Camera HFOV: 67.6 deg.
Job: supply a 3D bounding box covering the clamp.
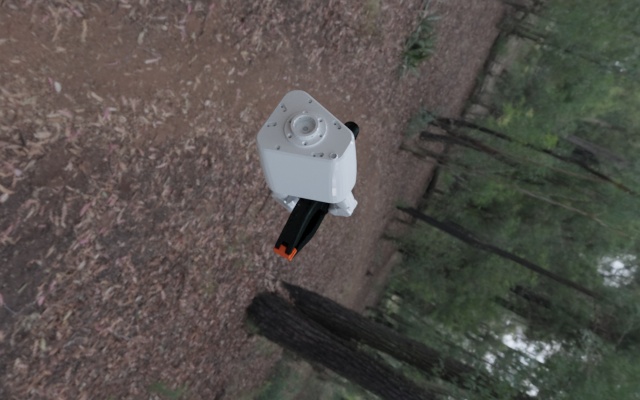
[{"bbox_3d":[0.001,0.003,0.718,0.036,0.210,0.165,27,-20,16],"label":"clamp"}]
